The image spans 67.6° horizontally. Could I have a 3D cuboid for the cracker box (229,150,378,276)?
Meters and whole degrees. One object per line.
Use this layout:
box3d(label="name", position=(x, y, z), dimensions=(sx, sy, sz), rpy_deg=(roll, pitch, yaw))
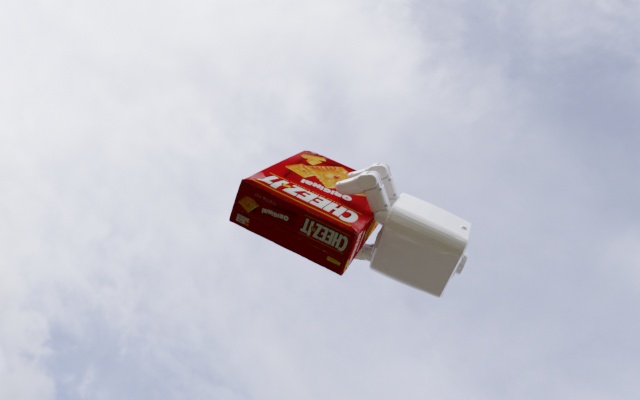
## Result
box3d(label="cracker box", position=(0.000, 0.002, 0.675), dimensions=(0.164, 0.072, 0.213), rpy_deg=(24, 22, 13))
